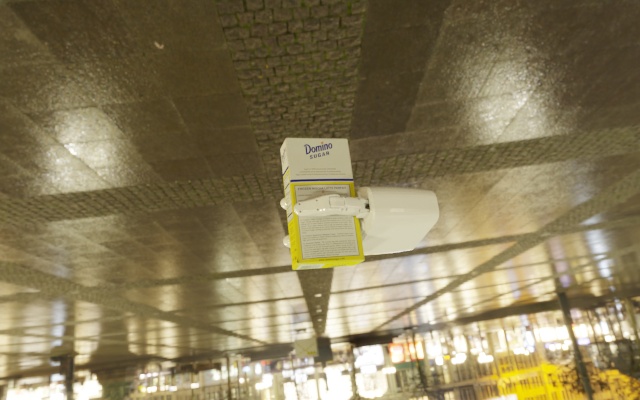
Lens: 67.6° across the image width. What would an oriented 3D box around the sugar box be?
[{"bbox_3d":[0.000,0.002,0.655,0.093,0.176,0.048,-1,-19,-17],"label":"sugar box"}]
